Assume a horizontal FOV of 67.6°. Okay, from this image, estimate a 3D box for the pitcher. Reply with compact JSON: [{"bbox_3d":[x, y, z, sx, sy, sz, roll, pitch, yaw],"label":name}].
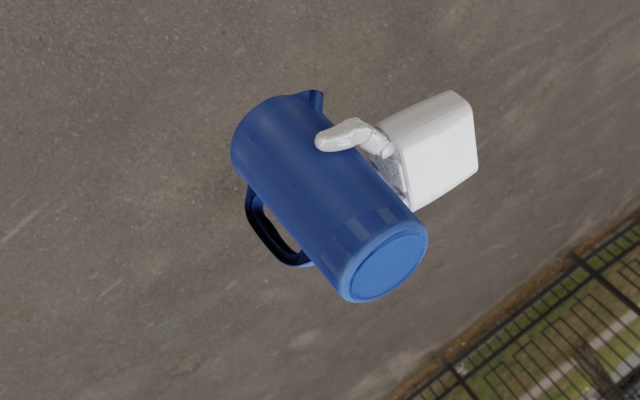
[{"bbox_3d":[0.000,0.002,0.541,0.145,0.149,0.242,-28,51,-15],"label":"pitcher"}]
